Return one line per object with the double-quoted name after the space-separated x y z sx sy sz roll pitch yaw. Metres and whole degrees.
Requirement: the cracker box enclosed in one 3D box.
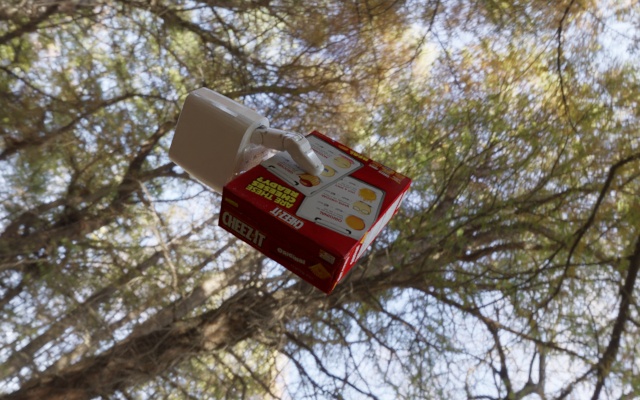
0.000 0.002 0.615 0.164 0.072 0.213 29 37 15 "cracker box"
